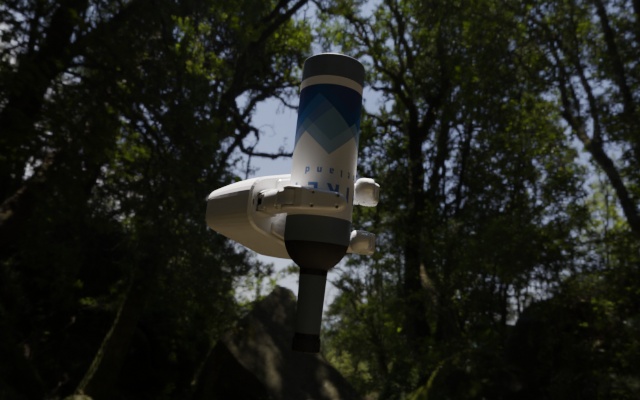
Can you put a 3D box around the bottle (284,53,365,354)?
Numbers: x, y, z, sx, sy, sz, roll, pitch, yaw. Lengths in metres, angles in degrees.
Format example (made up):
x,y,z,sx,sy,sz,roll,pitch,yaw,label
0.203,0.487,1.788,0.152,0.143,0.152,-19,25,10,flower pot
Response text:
x,y,z,sx,sy,sz,roll,pitch,yaw,label
0.000,0.001,0.486,0.069,0.295,0.069,6,-10,1,bottle
